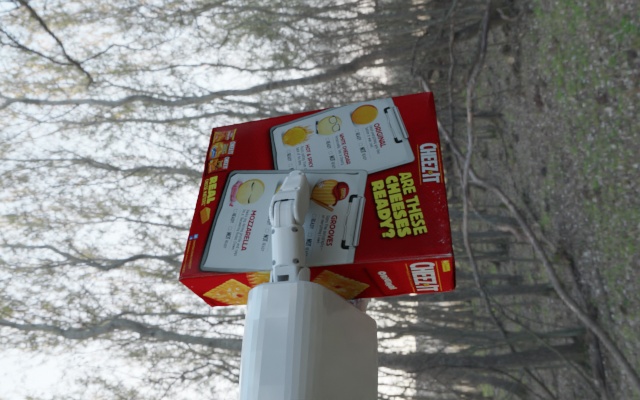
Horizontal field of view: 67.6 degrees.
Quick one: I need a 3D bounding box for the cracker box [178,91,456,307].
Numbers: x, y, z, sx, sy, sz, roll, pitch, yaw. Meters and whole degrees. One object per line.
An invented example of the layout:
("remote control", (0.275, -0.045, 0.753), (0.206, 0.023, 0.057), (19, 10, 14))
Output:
("cracker box", (0.000, 0.001, 0.419), (0.214, 0.164, 0.072), (-7, -35, 14))
